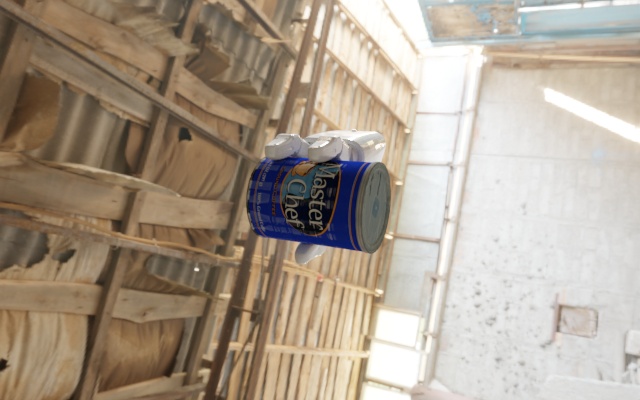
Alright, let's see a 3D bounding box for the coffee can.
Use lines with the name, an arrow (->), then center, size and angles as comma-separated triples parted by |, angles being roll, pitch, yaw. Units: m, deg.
coffee can -> 0.000, 0.002, 0.557 | 0.140, 0.103, 0.103 | 6, 2, 24
